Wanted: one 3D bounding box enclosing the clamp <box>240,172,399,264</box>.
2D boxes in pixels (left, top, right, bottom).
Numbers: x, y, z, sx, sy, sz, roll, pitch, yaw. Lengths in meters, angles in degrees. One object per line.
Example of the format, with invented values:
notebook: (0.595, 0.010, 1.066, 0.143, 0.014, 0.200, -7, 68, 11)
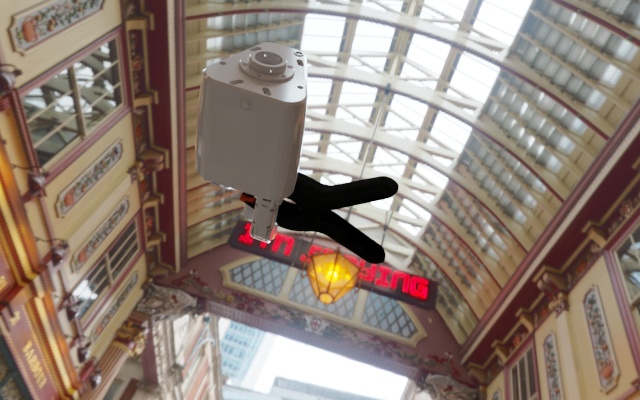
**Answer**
clamp: (0.000, 0.001, 0.501, 0.171, 0.120, 0.039, 18, 41, 4)
